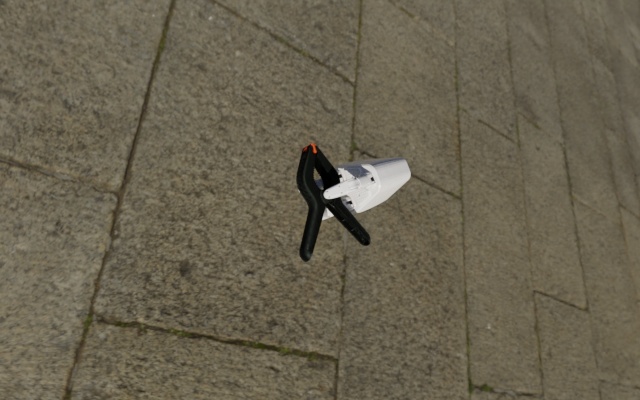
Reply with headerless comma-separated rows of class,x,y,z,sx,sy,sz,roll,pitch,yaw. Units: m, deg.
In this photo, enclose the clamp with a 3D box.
clamp,0.001,0.002,0.846,0.164,0.210,0.036,-18,-4,-44
